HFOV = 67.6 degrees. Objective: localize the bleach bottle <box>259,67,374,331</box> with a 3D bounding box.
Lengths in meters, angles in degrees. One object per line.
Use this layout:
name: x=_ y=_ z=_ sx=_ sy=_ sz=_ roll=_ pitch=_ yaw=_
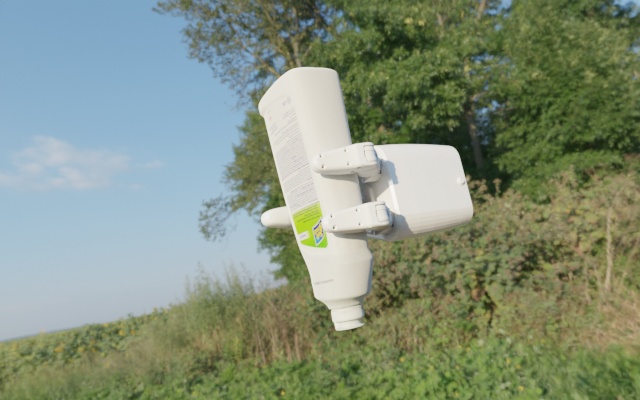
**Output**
bleach bottle: x=0.000 y=0.002 z=0.481 sx=0.068 sy=0.250 sz=0.102 roll=-6 pitch=-11 yaw=-28
